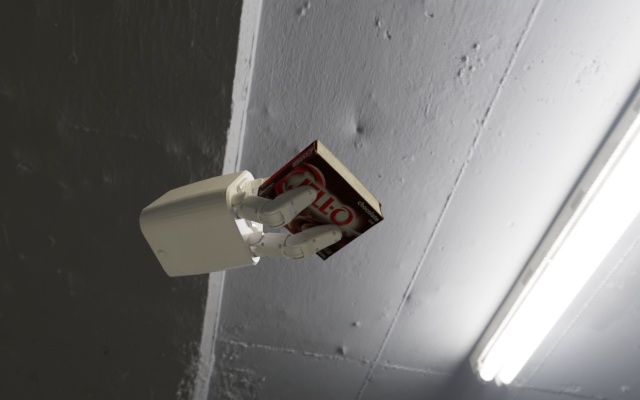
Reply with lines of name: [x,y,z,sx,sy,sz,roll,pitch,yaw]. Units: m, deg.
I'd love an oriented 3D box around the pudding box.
pudding box: [0.000,0.002,0.525,0.090,0.113,0.039,-37,27,23]
